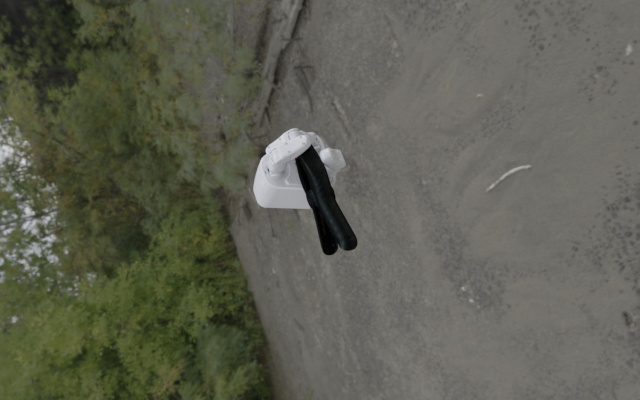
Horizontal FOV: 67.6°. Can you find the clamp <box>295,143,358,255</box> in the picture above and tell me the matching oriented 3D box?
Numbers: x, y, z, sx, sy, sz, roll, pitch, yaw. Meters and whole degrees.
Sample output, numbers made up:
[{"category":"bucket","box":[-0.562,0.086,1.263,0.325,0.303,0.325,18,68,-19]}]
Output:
[{"category":"clamp","box":[0.000,0.002,0.680,0.039,0.171,0.120,-15,-15,-20]}]
